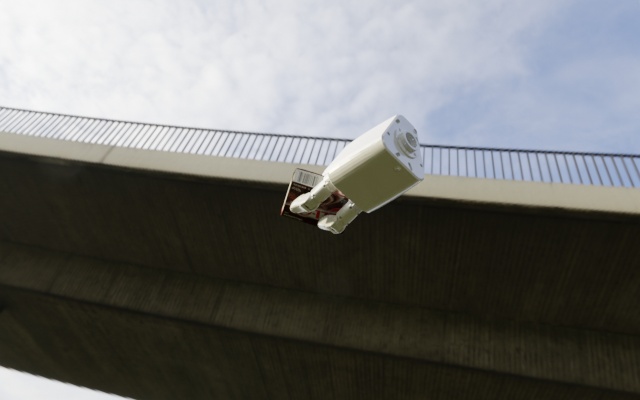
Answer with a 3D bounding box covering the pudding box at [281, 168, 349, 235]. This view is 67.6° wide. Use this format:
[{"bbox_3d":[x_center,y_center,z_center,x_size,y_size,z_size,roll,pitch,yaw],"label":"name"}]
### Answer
[{"bbox_3d":[0.000,0.002,0.776,0.113,0.039,0.090,19,-42,-3],"label":"pudding box"}]
